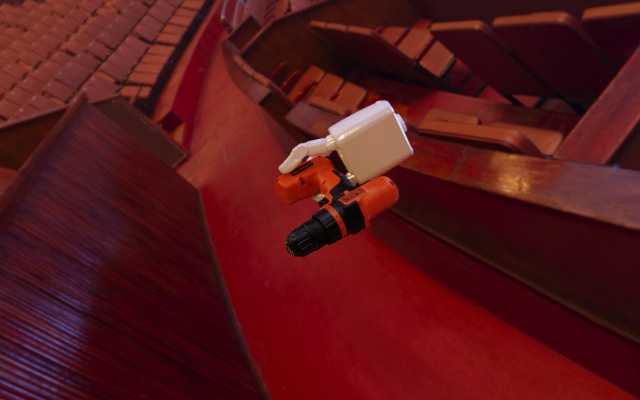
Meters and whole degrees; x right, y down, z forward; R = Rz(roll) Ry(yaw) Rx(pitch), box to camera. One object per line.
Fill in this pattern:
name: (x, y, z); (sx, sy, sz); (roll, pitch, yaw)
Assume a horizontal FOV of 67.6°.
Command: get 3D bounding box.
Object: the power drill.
power drill: (0.000, 0.002, 0.736); (0.184, 0.057, 0.187); (-28, 33, -17)
